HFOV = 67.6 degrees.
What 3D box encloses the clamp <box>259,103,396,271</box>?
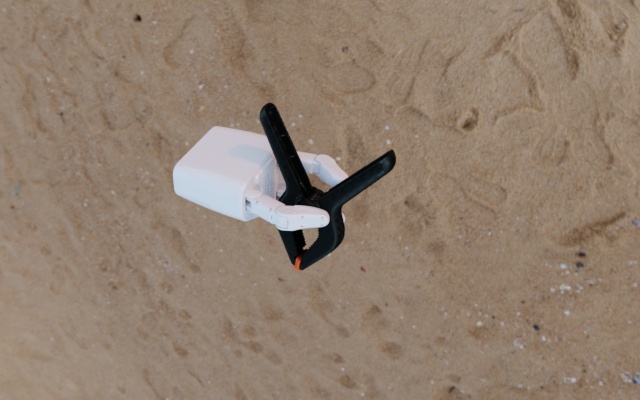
[{"bbox_3d":[-0.001,0.003,0.562,0.164,0.210,0.036,19,34,23],"label":"clamp"}]
